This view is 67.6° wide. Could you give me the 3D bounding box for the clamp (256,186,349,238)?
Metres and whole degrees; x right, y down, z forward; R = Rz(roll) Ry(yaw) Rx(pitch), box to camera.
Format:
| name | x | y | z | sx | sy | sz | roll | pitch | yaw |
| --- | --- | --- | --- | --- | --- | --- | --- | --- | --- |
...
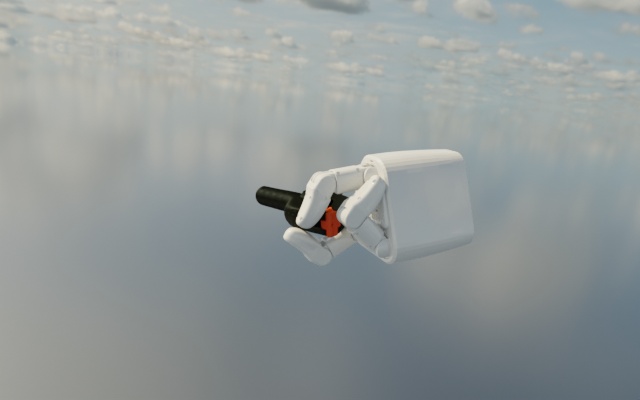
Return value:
| name | x | y | z | sx | sy | sz | roll | pitch | yaw |
| --- | --- | --- | --- | --- | --- | --- | --- | --- | --- |
| clamp | 0.000 | 0.001 | 0.574 | 0.120 | 0.039 | 0.171 | -17 | 22 | -19 |
